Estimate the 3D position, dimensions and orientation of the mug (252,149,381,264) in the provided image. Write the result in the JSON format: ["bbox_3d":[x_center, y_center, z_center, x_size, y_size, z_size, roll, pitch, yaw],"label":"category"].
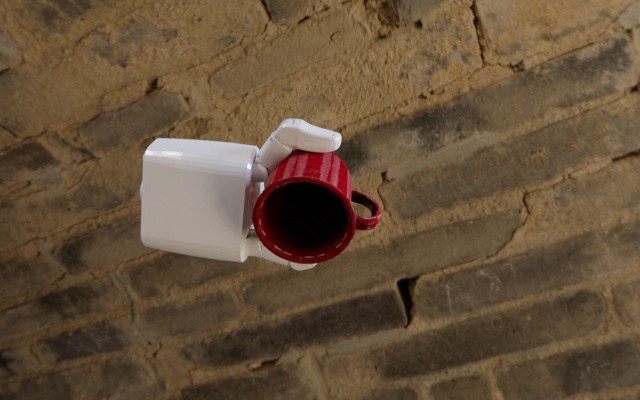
[{"bbox_3d":[0.002,0.002,0.458,0.117,0.093,0.081,8,31,1],"label":"mug"}]
